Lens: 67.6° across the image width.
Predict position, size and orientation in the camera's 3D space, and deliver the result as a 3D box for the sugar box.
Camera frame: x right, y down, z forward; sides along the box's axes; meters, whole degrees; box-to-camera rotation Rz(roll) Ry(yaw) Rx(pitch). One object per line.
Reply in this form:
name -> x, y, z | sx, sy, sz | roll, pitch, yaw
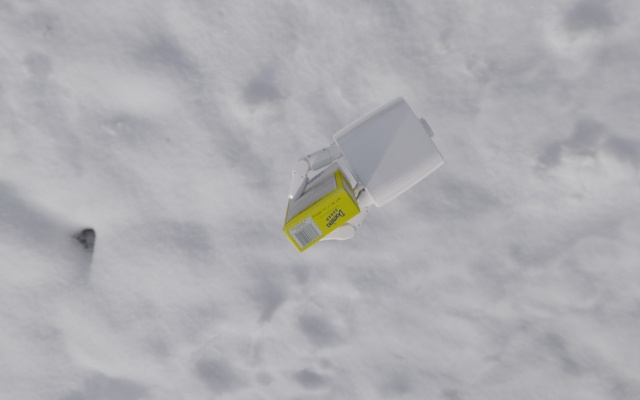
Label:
sugar box -> 0.001, 0.003, 0.655 | 0.093, 0.048, 0.176 | -34, 10, 9
